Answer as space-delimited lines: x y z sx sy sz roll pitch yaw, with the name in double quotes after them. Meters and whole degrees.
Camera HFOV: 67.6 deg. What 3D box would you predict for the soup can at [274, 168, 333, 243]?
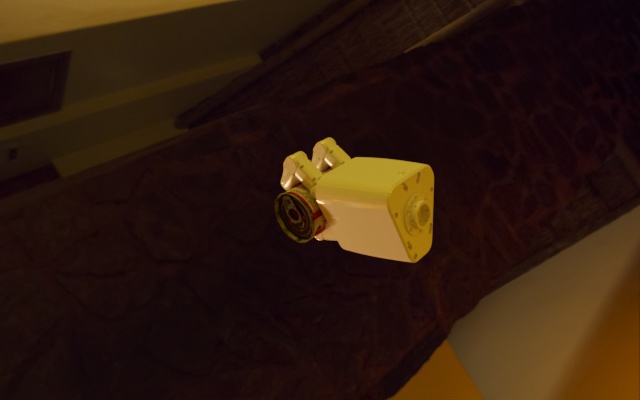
0.000 0.002 0.622 0.068 0.068 0.102 0 24 47 "soup can"
